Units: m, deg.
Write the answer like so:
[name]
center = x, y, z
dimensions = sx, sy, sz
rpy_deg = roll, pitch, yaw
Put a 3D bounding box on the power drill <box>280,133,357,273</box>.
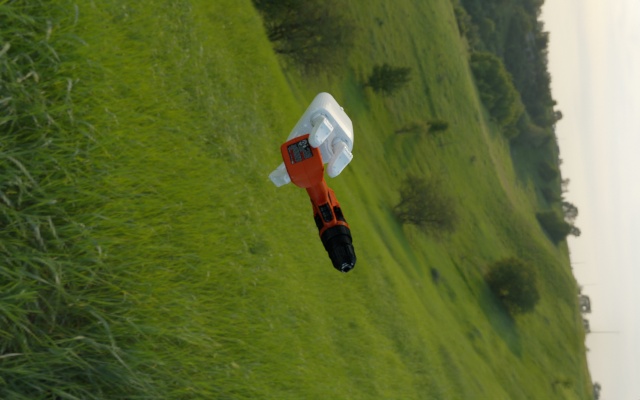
[power drill]
center = 0.000, 0.002, 0.760
dimensions = 0.057, 0.188, 0.184
rpy_deg = -22, 44, 0
